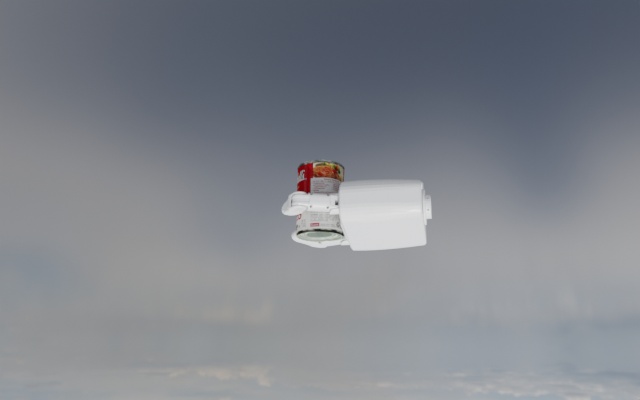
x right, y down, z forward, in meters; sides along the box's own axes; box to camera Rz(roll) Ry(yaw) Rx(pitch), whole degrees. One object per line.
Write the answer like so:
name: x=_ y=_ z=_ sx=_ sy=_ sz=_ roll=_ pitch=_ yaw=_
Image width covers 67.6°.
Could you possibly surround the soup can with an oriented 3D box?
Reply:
soup can: x=0.000 y=0.002 z=0.673 sx=0.068 sy=0.102 sz=0.068 roll=1 pitch=-17 yaw=0
